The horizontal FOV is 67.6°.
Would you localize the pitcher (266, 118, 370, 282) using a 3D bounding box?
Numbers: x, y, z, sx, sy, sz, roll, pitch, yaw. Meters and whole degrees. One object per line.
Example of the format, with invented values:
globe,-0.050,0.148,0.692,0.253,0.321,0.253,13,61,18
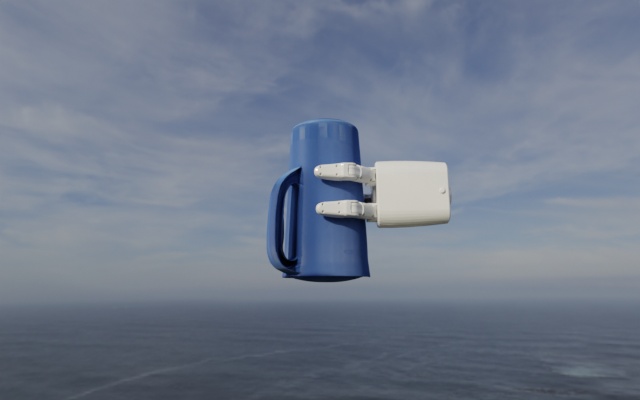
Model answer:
pitcher,0.000,0.002,0.731,0.145,0.242,0.149,-1,-10,3
